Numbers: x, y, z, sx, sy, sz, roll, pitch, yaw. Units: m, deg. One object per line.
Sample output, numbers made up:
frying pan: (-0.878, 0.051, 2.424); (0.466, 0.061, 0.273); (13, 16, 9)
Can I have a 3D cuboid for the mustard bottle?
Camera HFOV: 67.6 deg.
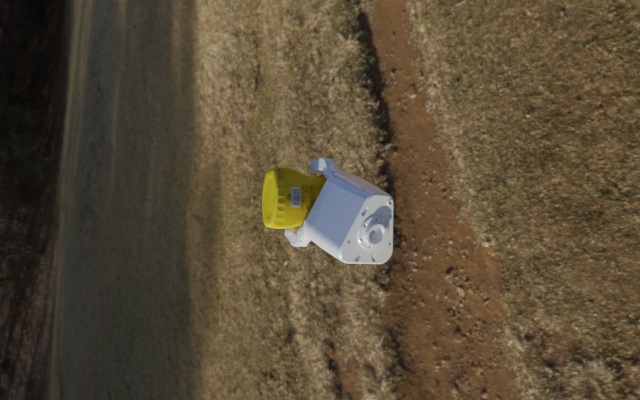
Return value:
mustard bottle: (0.000, 0.003, 0.798); (0.191, 0.096, 0.058); (6, -9, -31)
